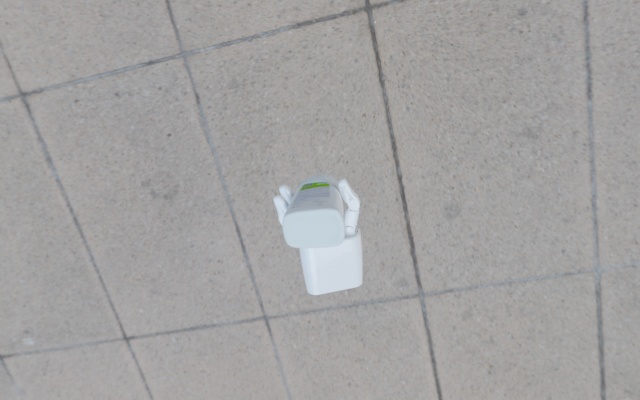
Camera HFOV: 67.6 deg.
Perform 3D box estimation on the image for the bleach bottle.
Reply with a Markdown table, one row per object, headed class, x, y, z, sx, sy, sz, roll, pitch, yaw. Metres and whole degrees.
| class | x | y | z | sx | sy | sz | roll | pitch | yaw |
| --- | --- | --- | --- | --- | --- | --- | --- | --- | --- |
| bleach bottle | 0.000 | 0.003 | 0.858 | 0.102 | 0.068 | 0.250 | -4 | 20 | 8 |
